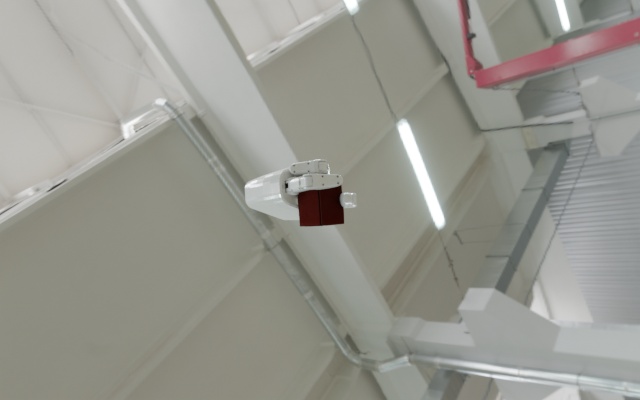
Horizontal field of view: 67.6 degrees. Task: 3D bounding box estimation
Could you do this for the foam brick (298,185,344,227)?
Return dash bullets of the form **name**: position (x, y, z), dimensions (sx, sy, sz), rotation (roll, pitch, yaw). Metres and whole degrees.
- **foam brick**: position (0.000, 0.003, 0.756), dimensions (0.053, 0.078, 0.051), rotation (1, -7, -44)
